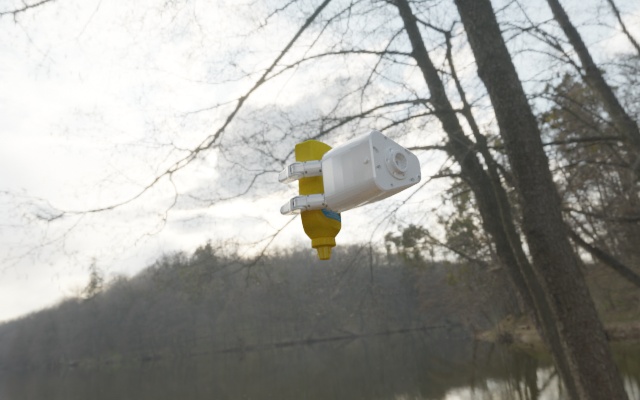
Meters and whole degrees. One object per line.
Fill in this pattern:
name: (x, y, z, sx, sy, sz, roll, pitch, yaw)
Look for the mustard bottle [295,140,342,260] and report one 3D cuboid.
mustard bottle: (0.000, 0.002, 0.791, 0.058, 0.191, 0.096, -12, -17, 24)
